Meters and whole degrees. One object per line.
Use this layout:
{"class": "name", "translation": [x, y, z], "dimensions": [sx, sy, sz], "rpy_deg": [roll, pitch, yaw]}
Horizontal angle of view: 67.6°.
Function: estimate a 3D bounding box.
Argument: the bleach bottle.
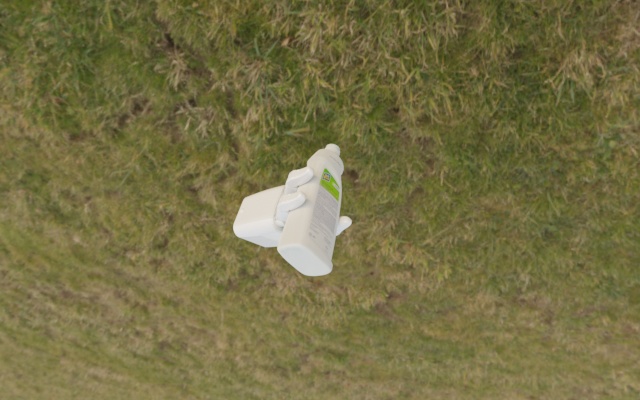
{"class": "bleach bottle", "translation": [0.000, 0.003, 0.864], "dimensions": [0.068, 0.250, 0.103], "rpy_deg": [-13, -45, 35]}
